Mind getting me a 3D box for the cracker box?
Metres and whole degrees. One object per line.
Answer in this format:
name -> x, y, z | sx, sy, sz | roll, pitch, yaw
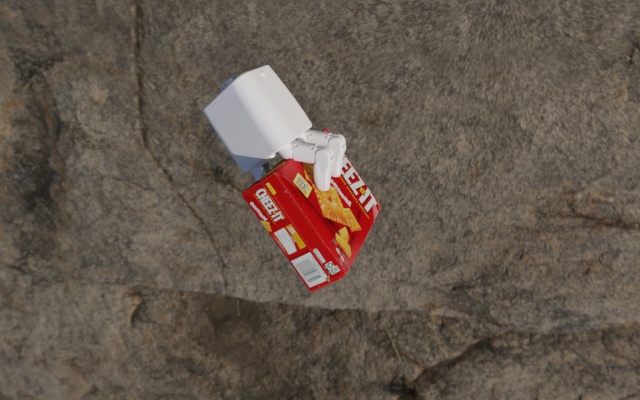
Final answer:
cracker box -> 0.000, 0.002, 0.694 | 0.072, 0.164, 0.213 | -29, 11, 29
